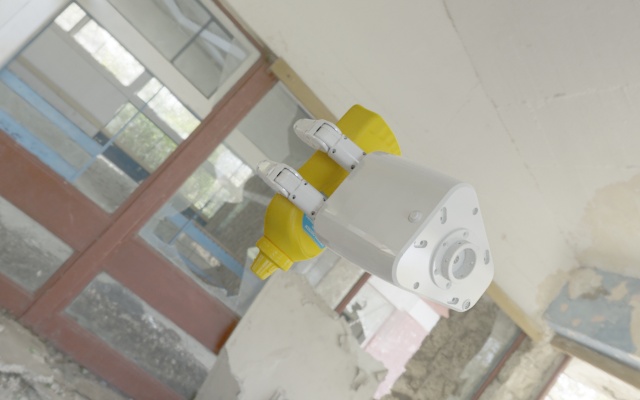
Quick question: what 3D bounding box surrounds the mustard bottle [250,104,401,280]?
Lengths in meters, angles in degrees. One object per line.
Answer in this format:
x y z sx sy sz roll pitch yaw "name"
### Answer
0.000 0.001 0.481 0.058 0.191 0.096 36 -10 32 "mustard bottle"
